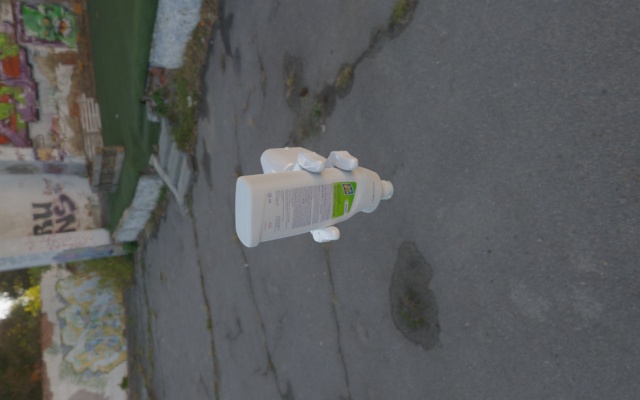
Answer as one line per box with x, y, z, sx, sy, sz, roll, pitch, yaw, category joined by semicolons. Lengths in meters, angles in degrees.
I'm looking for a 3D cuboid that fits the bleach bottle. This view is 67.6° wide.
0.000;0.002;0.729;0.251;0.103;0.068;-6;23;-27;bleach bottle
